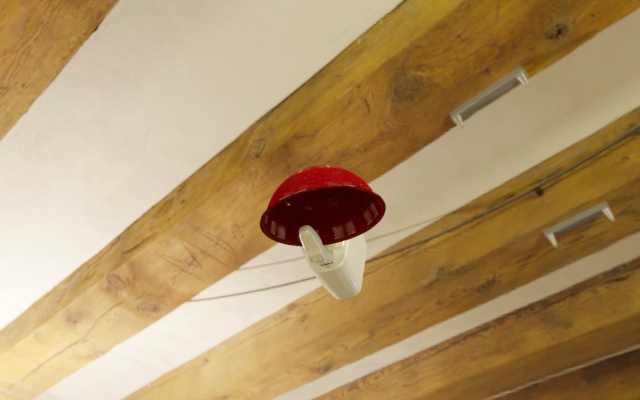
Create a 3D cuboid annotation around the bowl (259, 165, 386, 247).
[{"bbox_3d":[0.000,0.001,0.617,0.162,0.055,0.162,-7,-29,-4],"label":"bowl"}]
